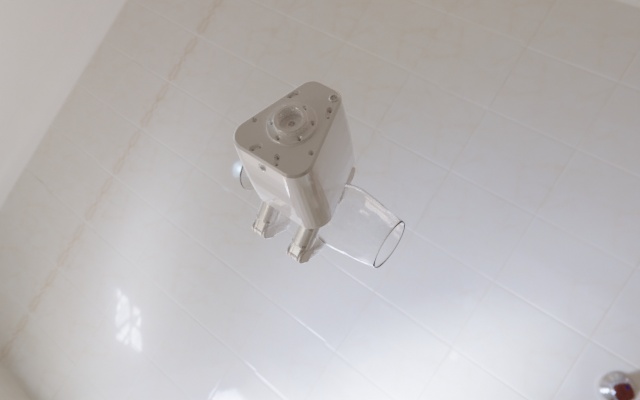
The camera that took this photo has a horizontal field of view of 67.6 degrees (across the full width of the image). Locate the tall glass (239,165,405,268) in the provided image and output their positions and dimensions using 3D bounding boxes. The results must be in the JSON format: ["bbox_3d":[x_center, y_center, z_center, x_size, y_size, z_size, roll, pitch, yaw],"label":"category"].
[{"bbox_3d":[0.000,0.002,0.573,0.201,0.079,0.079,32,14,23],"label":"tall glass"}]
